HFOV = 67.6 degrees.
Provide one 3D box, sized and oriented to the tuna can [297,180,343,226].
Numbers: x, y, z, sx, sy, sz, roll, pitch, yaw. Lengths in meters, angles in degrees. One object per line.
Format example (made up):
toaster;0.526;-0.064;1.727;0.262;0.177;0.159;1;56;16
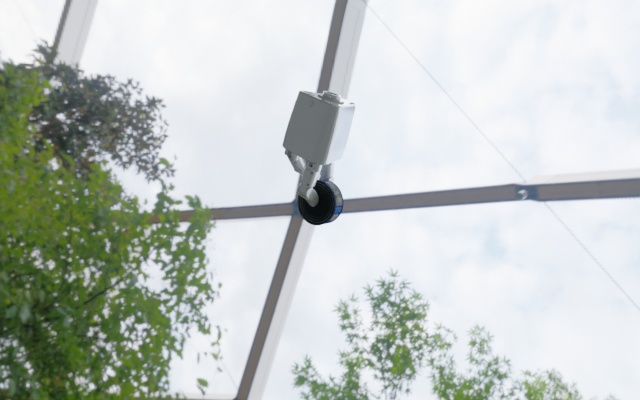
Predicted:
tuna can;0.000;0.003;0.900;0.086;0.086;0.034;0;4;35
